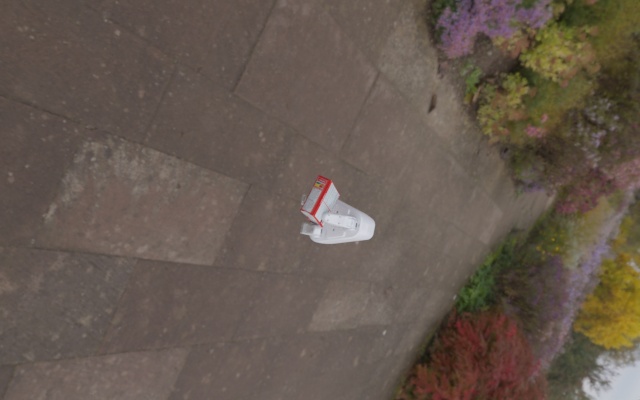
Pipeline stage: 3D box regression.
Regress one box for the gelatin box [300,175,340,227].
[{"bbox_3d":[0.000,0.003,0.878,0.030,0.073,0.089,25,-10,18],"label":"gelatin box"}]
